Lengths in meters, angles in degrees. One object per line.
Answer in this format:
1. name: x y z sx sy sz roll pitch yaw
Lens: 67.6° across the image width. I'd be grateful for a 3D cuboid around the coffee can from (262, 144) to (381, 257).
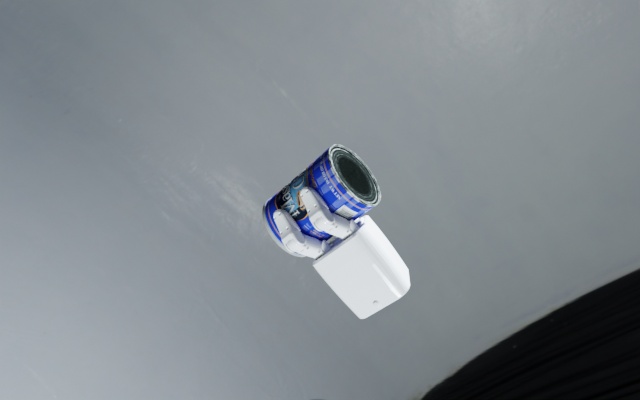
1. coffee can: 0.000 0.002 0.682 0.140 0.102 0.103 -38 -21 29
